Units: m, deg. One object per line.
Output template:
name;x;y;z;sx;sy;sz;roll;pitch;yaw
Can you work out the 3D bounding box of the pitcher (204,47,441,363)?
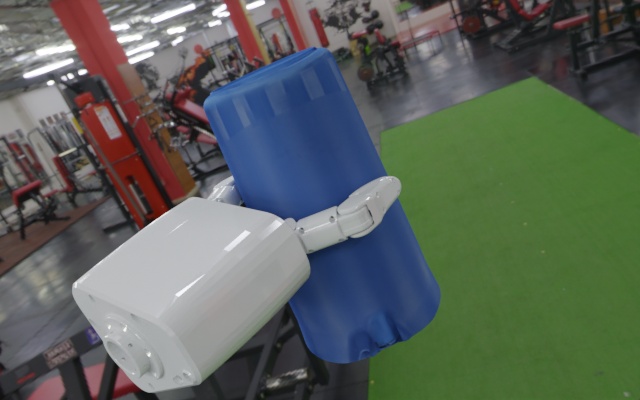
pitcher;0.000;0.001;0.416;0.149;0.243;0.145;-6;26;42
